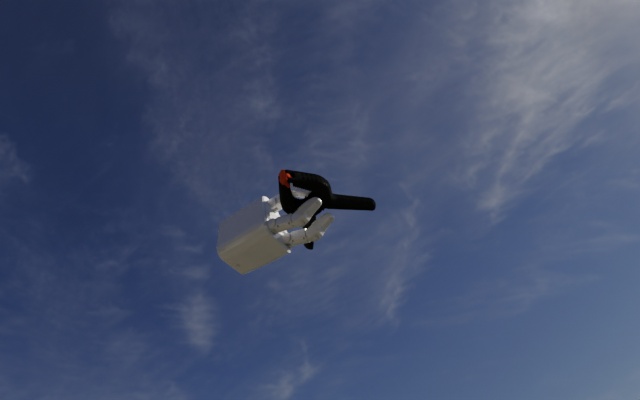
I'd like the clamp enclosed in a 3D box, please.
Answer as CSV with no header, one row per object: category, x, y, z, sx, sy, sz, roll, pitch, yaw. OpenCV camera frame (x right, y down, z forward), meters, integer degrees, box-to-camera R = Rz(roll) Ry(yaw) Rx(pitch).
clamp,-0.001,0.002,0.866,0.164,0.036,0.210,-30,-42,9
